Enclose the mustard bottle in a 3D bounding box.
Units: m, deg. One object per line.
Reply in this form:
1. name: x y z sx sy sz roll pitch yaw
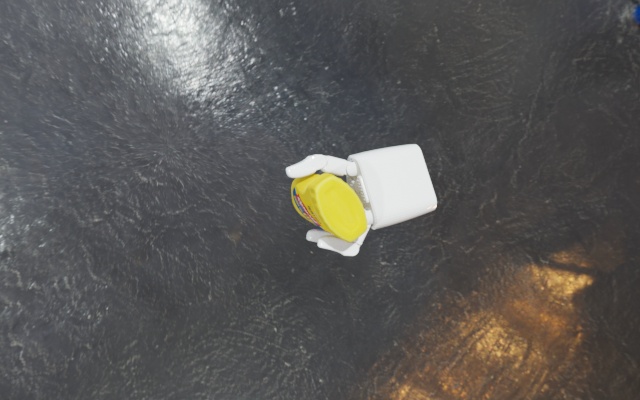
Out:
1. mustard bottle: 0.000 0.003 0.714 0.058 0.096 0.191 -38 16 -10
